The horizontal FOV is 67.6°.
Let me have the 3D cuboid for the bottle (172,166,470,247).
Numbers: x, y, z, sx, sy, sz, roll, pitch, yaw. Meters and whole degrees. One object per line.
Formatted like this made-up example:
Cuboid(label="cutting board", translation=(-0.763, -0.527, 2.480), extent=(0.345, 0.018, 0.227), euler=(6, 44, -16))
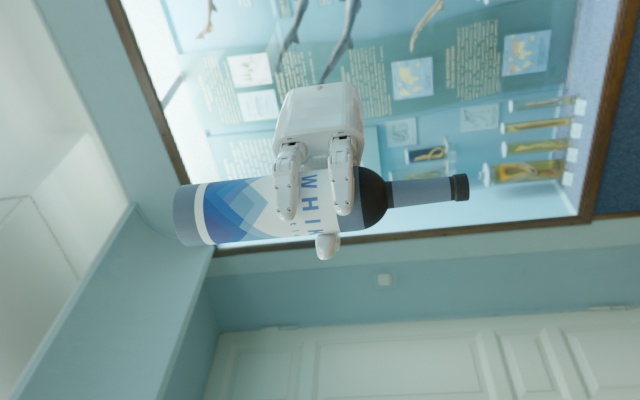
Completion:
Cuboid(label="bottle", translation=(0.000, 0.002, 0.492), extent=(0.296, 0.069, 0.069), euler=(-6, -1, 9))
